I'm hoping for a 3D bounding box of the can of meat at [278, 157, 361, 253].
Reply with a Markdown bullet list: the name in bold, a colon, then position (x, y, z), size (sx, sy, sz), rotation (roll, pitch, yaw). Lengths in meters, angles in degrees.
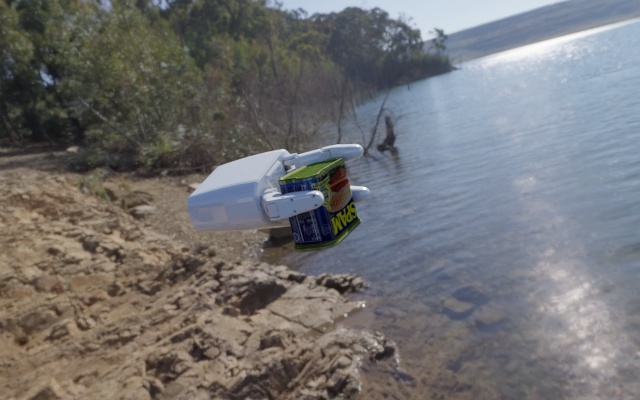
- **can of meat**: position (0.000, 0.002, 0.555), size (0.057, 0.084, 0.102), rotation (-8, 13, 28)
